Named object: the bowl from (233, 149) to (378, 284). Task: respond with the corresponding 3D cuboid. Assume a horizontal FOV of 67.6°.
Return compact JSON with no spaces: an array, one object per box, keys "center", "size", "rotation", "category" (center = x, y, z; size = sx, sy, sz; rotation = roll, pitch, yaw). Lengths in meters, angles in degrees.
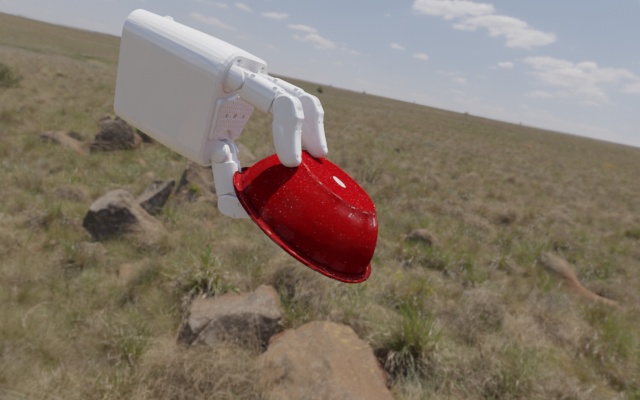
[{"center":[0.001,0.002,0.450],"size":[0.162,0.055,0.162],"rotation":[35,17,-13],"category":"bowl"}]
